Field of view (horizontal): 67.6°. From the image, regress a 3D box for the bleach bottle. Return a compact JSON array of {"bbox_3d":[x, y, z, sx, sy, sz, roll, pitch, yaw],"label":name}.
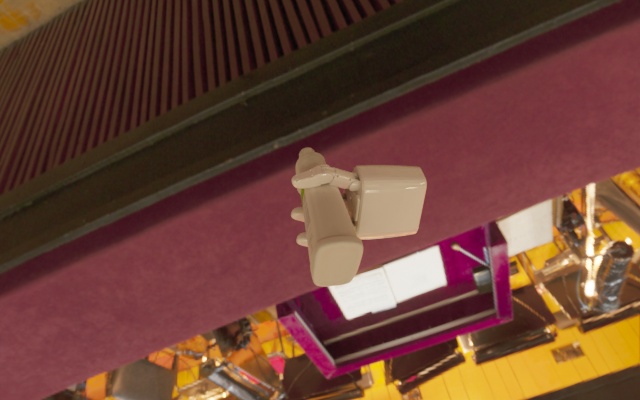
[{"bbox_3d":[0.000,0.003,0.732,0.068,0.250,0.103,-3,-44,-12],"label":"bleach bottle"}]
